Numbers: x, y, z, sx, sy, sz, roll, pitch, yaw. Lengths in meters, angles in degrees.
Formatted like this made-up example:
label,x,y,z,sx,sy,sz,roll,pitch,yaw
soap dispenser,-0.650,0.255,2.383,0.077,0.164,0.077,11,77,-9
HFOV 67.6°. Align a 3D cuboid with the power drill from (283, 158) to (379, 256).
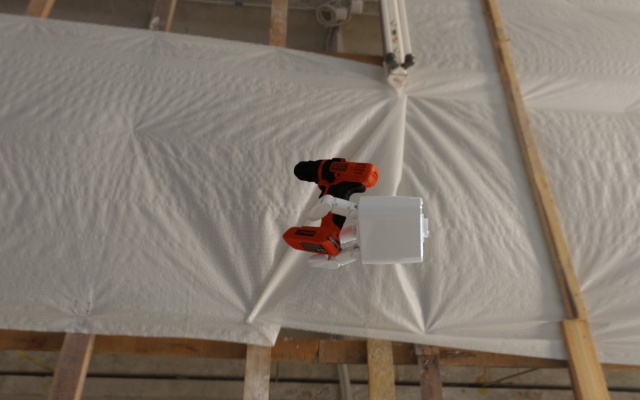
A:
label,x,y,z,sx,sy,sz,roll,pitch,yaw
power drill,0.000,0.003,0.890,0.184,0.187,0.057,5,-28,36
